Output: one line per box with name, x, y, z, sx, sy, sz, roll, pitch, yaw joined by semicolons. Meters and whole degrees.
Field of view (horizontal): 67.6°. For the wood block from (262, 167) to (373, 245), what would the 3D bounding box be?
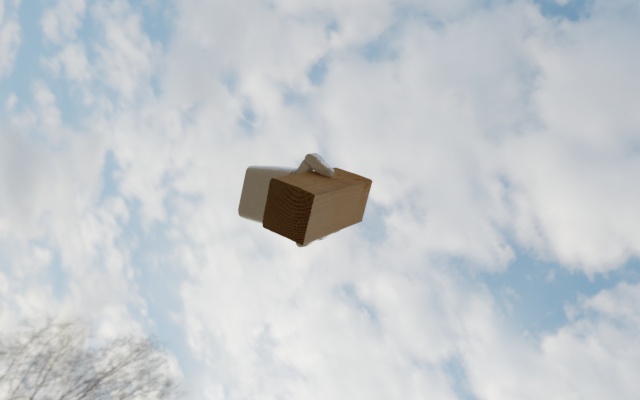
wood block;0.000;0.002;0.854;0.090;0.091;0.206;22;20;27
